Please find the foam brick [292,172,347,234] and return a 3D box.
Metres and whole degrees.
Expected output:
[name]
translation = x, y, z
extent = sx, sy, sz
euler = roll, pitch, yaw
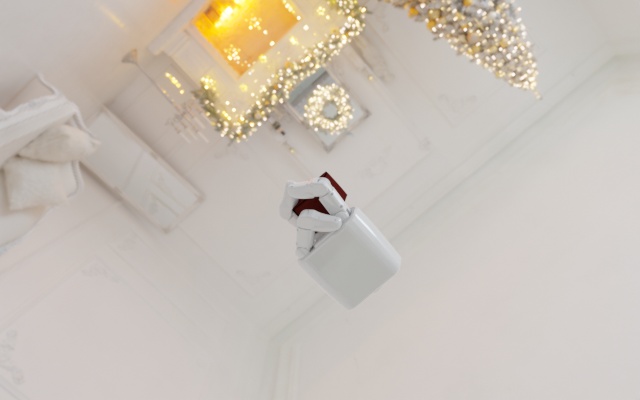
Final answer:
[foam brick]
translation = 0.000, 0.002, 0.724
extent = 0.053, 0.051, 0.078
euler = -39, 11, 26
